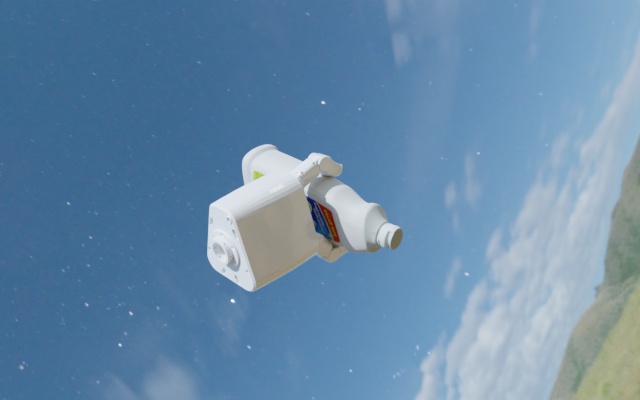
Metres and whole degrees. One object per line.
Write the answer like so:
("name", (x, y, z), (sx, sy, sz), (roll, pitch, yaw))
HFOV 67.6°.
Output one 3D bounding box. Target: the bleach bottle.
("bleach bottle", (0.000, 0.002, 0.655), (0.250, 0.103, 0.068), (22, 39, 37))
